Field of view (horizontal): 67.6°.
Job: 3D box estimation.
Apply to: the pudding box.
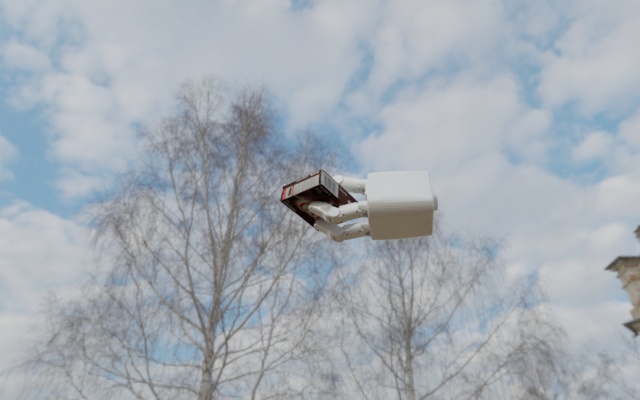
[{"bbox_3d":[0.000,0.003,0.831,0.090,0.039,0.113,-23,-47,30],"label":"pudding box"}]
